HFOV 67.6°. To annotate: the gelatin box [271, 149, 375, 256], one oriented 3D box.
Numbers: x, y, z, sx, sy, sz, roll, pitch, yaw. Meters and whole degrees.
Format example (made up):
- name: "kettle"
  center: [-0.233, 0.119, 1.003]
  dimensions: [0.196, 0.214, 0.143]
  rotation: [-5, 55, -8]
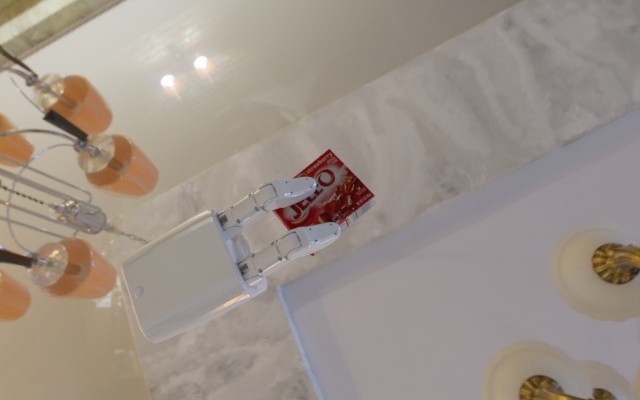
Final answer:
- name: "gelatin box"
  center: [0.000, 0.002, 0.493]
  dimensions: [0.089, 0.073, 0.030]
  rotation: [-39, -23, -8]
